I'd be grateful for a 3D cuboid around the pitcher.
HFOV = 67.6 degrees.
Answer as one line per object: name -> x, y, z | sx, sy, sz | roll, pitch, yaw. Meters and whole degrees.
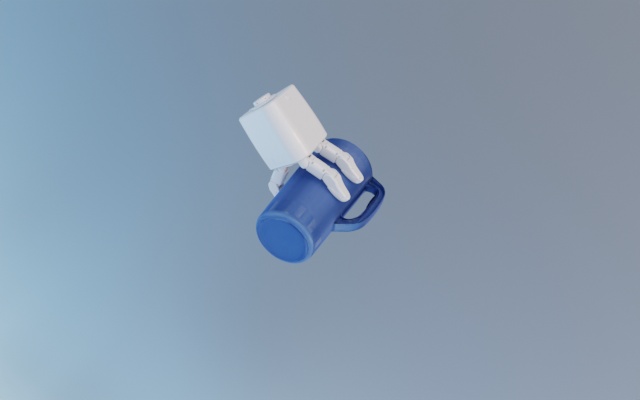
pitcher -> 0.000, 0.003, 0.850 | 0.149, 0.145, 0.242 | -17, 23, 39
